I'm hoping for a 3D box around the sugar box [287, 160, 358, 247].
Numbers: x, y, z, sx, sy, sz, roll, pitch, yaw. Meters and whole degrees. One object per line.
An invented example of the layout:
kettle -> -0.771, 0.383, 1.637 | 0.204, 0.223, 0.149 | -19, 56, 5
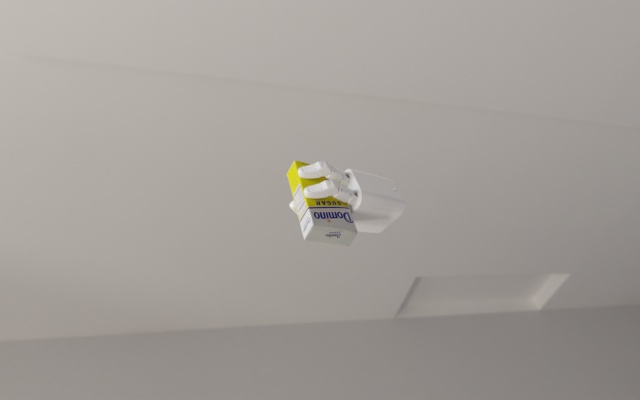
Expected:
sugar box -> 0.000, 0.002, 0.883 | 0.093, 0.048, 0.176 | 11, 36, -27
